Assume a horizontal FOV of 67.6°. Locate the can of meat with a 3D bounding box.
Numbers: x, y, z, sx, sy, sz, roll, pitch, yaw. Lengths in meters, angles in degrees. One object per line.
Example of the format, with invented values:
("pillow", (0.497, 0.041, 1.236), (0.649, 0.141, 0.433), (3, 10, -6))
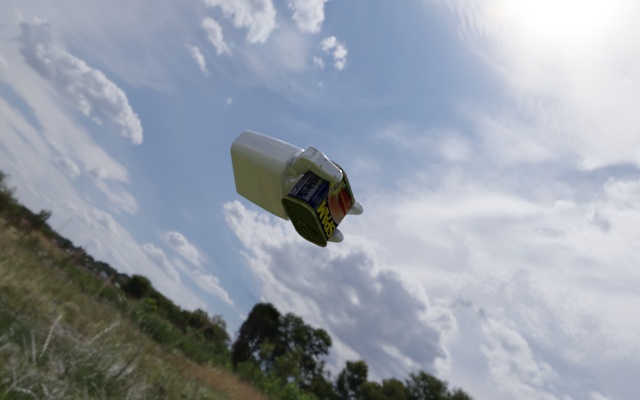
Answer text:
("can of meat", (0.000, 0.002, 0.676), (0.057, 0.084, 0.102), (22, -29, 31))
